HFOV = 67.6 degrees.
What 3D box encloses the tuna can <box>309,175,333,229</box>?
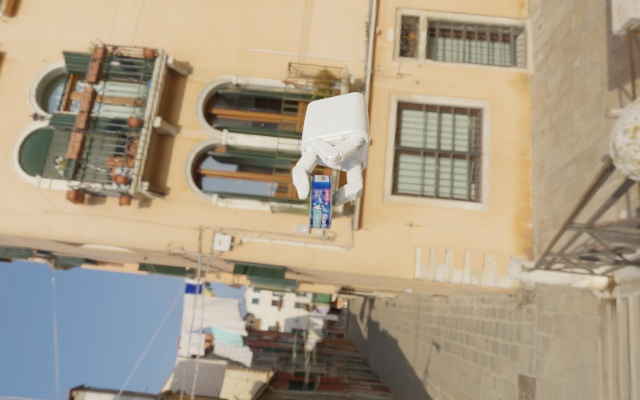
[{"bbox_3d":[0.000,0.003,0.756,0.034,0.086,0.086,2,0,-2],"label":"tuna can"}]
